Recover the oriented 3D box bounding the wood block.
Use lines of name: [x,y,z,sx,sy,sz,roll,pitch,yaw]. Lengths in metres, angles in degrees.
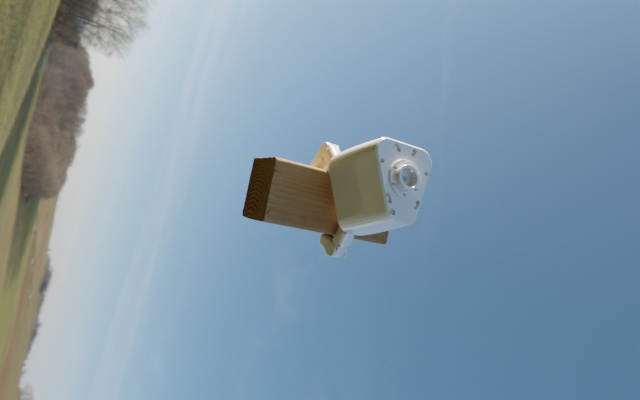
wood block: [0.000,0.003,0.719,0.206,0.091,0.090,13,-3,-28]
